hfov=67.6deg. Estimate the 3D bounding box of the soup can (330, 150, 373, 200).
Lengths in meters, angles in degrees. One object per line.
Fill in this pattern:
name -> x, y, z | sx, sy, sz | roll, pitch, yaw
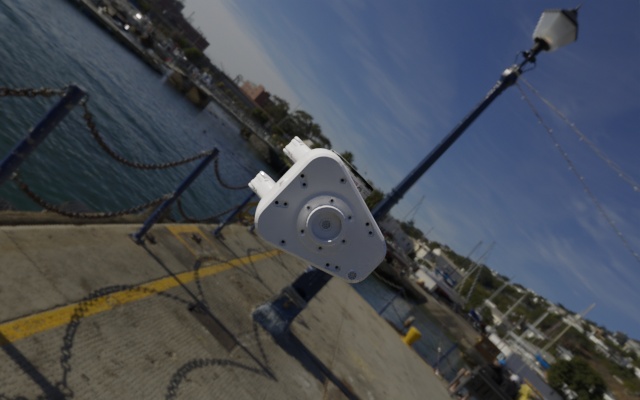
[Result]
soup can -> 0.000, 0.002, 0.530 | 0.068, 0.102, 0.068 | 44, 2, -2
